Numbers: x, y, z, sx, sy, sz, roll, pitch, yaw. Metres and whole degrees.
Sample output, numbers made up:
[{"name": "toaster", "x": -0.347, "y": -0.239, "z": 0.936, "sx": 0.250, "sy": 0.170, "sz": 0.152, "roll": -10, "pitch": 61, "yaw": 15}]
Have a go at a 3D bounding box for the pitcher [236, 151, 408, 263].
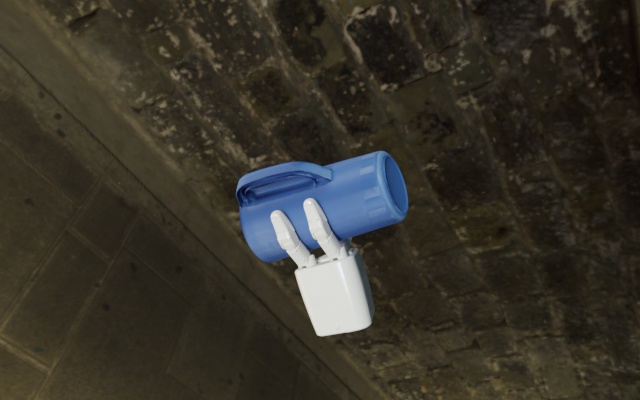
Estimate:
[{"name": "pitcher", "x": 0.000, "y": 0.003, "z": 0.735, "sx": 0.243, "sy": 0.145, "sz": 0.149, "roll": -17, "pitch": 1, "yaw": 25}]
